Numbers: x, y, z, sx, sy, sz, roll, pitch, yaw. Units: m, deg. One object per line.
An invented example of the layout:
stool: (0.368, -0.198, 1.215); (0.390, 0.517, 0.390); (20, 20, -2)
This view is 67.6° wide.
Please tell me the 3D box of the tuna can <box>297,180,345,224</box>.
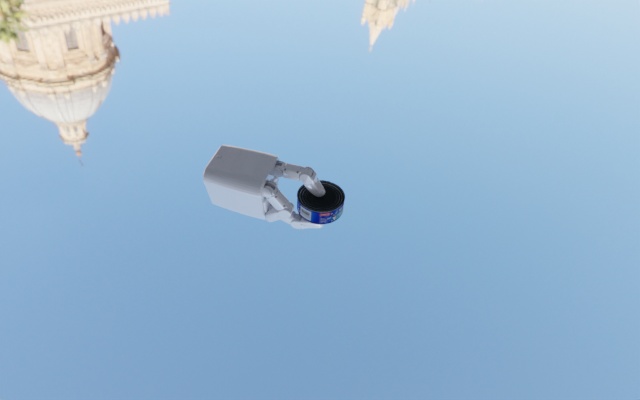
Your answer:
tuna can: (0.000, 0.003, 0.857); (0.086, 0.034, 0.086); (2, 42, -2)
